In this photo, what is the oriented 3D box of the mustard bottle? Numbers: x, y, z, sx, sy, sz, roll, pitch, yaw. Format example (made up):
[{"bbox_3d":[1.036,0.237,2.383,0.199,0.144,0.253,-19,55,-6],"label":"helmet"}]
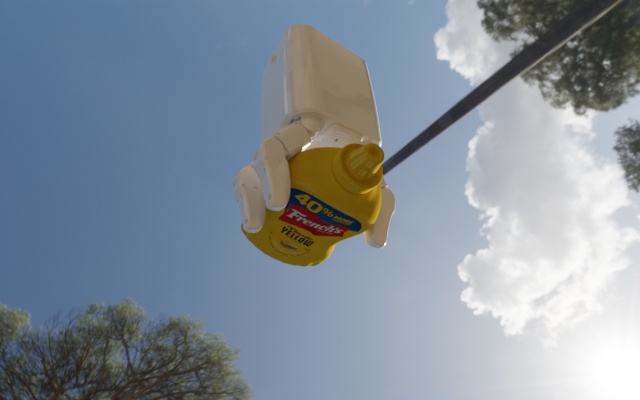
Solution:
[{"bbox_3d":[0.000,0.002,0.439,0.096,0.058,0.192,30,-35,-13],"label":"mustard bottle"}]
